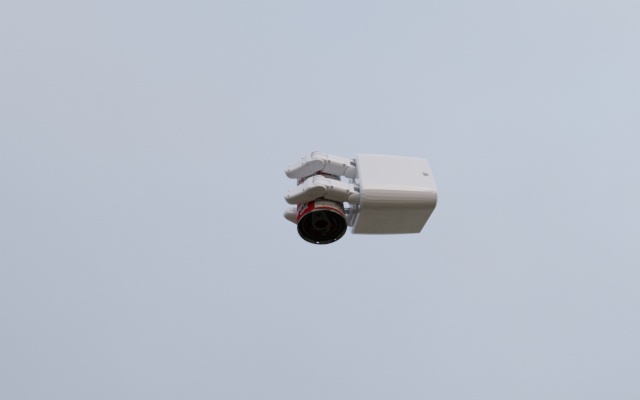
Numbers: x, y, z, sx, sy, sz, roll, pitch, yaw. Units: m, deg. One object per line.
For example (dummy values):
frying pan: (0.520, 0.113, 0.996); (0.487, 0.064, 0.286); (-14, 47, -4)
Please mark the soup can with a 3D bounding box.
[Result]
soup can: (0.000, 0.002, 0.675); (0.068, 0.069, 0.102); (0, 43, -3)
